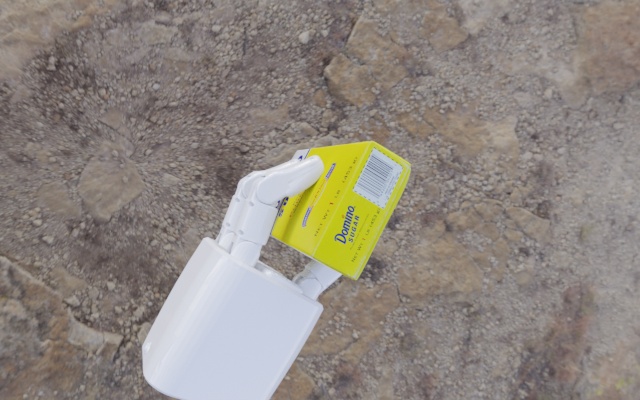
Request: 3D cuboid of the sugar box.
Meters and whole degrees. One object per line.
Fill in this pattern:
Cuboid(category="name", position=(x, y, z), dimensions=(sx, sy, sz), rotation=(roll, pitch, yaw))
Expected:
Cuboid(category="sugar box", position=(0.000, 0.001, 0.408), dimensions=(0.048, 0.093, 0.176), rotation=(31, -8, -21))
